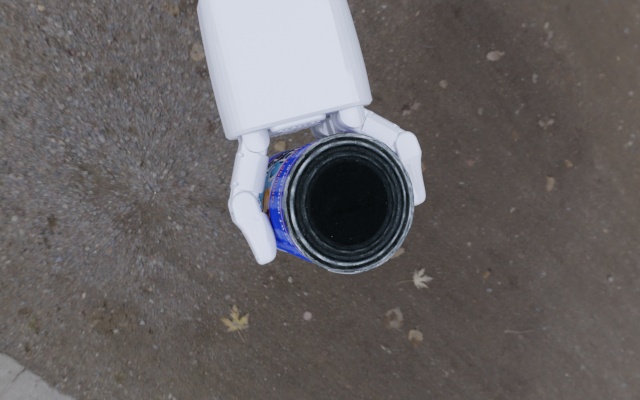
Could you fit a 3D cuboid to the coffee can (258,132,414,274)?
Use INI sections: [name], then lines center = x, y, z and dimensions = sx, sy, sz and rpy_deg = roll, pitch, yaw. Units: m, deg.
[coffee can]
center = 0.000, 0.002, 0.408
dimensions = 0.103, 0.103, 0.140
rpy_deg = 0, 1, -19
